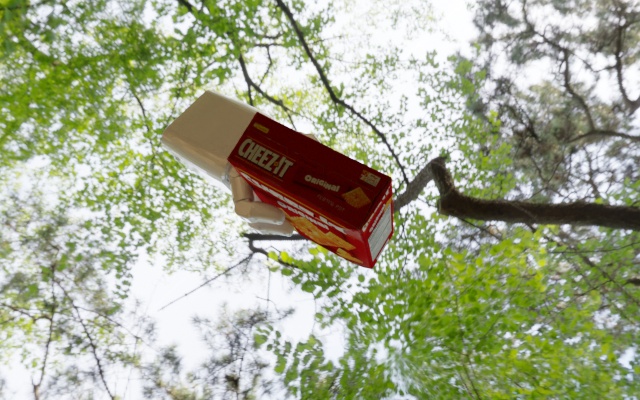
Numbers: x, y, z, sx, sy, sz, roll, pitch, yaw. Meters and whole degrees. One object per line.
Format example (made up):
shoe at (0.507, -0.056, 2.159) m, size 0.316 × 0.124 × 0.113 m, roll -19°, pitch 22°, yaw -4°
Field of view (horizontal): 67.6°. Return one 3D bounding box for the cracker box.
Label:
cracker box at (0.000, 0.002, 0.573) m, size 0.164 × 0.072 × 0.214 m, roll 27°, pitch -12°, yaw 17°
